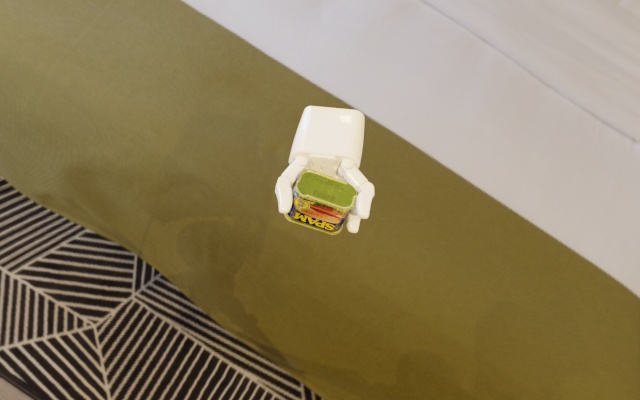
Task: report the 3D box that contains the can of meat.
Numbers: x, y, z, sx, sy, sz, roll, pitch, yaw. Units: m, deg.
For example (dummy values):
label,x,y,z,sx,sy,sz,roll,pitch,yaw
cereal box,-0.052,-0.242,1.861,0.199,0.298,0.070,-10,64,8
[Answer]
label,x,y,z,sx,sy,sz,roll,pitch,yaw
can of meat,0.000,0.002,0.765,0.102,0.057,0.084,19,-33,-5
